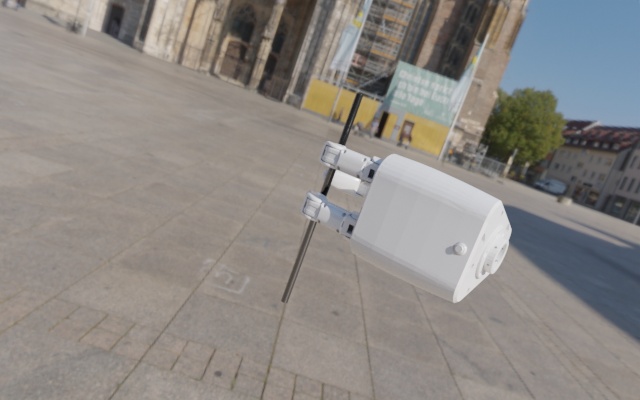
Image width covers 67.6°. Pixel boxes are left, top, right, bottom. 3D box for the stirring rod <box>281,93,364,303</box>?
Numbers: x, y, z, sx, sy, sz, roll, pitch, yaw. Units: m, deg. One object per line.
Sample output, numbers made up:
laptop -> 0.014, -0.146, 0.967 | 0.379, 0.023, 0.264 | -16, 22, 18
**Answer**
stirring rod -> 0.000, 0.002, 0.513 | 0.011, 0.239, 0.011 | 19, 10, -4
